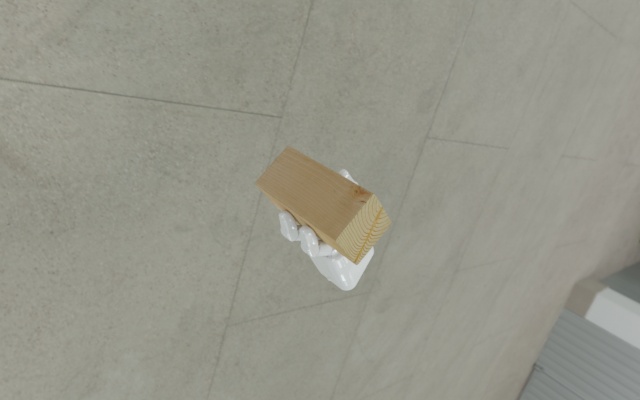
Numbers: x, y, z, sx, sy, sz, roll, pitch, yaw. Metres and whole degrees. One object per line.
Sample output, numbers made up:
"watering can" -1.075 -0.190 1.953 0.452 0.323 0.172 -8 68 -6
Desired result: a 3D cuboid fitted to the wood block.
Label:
"wood block" 0.001 0.003 0.774 0.206 0.091 0.090 32 -13 40
